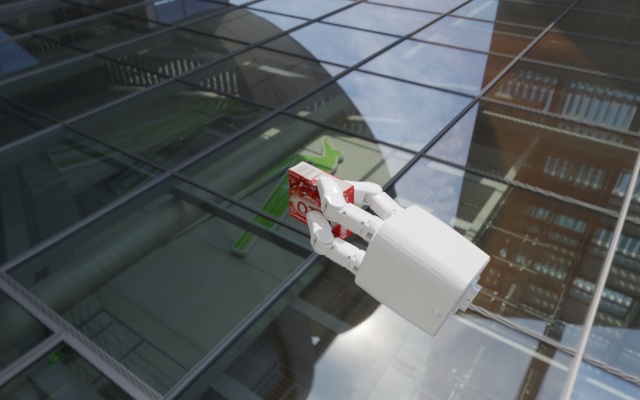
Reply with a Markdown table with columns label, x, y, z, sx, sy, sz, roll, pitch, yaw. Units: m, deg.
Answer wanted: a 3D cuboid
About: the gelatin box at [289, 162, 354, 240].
| label | x | y | z | sx | sy | sz | roll | pitch | yaw |
| --- | --- | --- | --- | --- | --- | --- | --- | --- | --- |
| gelatin box | 0.000 | 0.002 | 0.598 | 0.089 | 0.073 | 0.030 | 28 | 43 | 33 |
